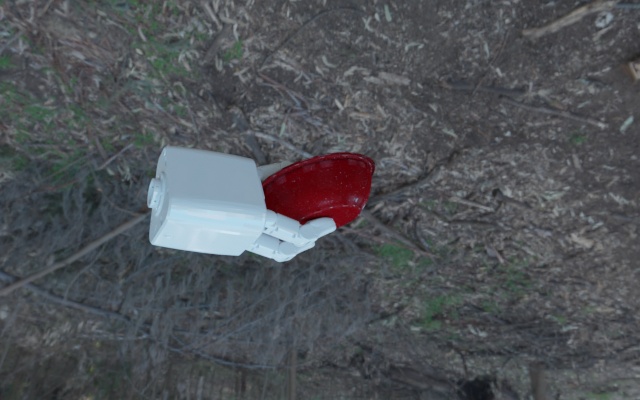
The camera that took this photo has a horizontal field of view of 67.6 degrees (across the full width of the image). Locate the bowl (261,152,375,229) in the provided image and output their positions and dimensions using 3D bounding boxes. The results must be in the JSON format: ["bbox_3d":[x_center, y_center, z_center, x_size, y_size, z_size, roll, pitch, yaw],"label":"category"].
[{"bbox_3d":[0.001,0.002,0.609,0.162,0.055,0.162,-15,-20,-6],"label":"bowl"}]
